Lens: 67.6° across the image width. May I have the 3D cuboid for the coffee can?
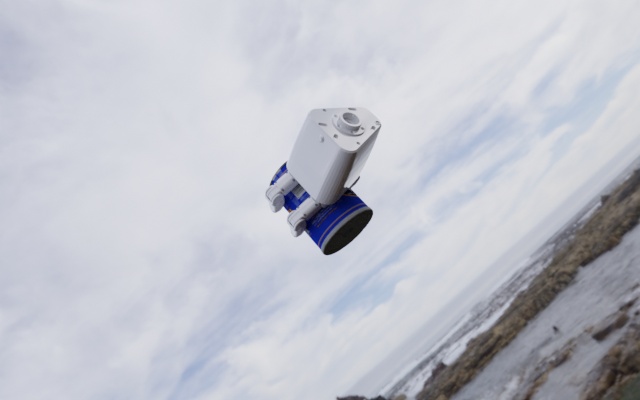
[{"bbox_3d":[0.000,0.003,0.765,0.140,0.103,0.103,47,21,21],"label":"coffee can"}]
